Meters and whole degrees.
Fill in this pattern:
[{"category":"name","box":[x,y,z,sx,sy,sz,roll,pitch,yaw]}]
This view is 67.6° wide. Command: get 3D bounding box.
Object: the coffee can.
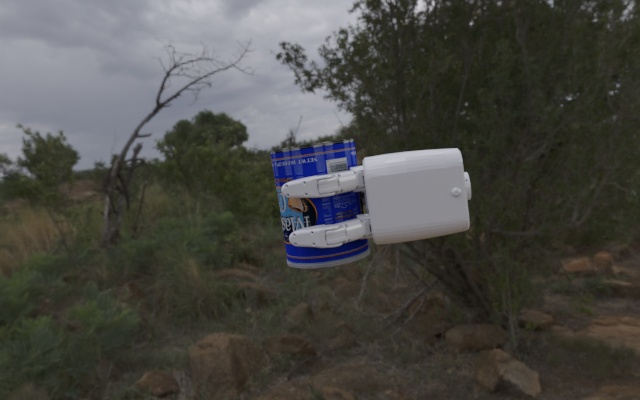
[{"category":"coffee can","box":[0.000,0.002,0.580,0.103,0.140,0.103,-8,6,1]}]
